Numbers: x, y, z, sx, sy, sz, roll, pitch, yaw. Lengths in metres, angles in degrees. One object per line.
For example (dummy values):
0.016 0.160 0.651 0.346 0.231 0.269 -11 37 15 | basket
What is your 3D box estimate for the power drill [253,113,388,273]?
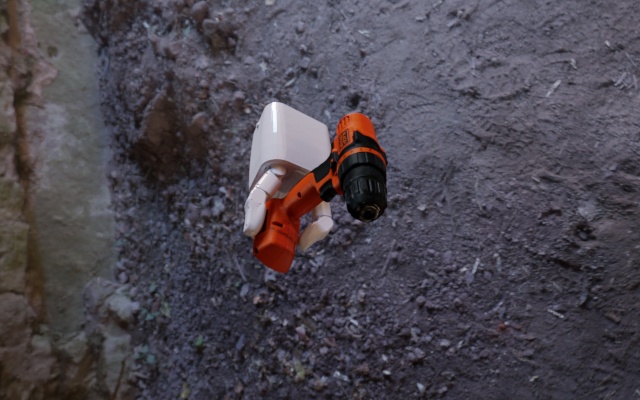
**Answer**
0.000 0.002 0.550 0.057 0.188 0.184 38 27 -22 | power drill
